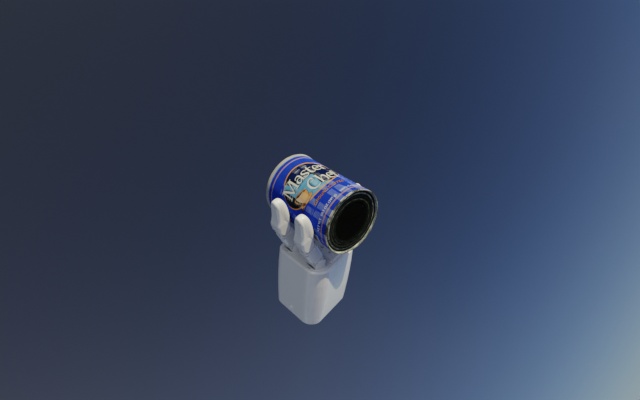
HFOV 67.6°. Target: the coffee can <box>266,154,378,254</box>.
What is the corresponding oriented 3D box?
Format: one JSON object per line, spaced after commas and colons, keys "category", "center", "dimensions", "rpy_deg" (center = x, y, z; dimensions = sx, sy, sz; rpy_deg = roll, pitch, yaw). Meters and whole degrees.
{"category": "coffee can", "center": [0.000, 0.002, 0.719], "dimensions": [0.103, 0.103, 0.140], "rpy_deg": [0, 24, -46]}
